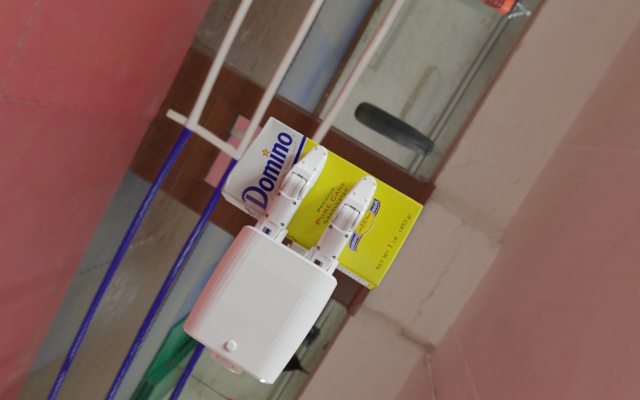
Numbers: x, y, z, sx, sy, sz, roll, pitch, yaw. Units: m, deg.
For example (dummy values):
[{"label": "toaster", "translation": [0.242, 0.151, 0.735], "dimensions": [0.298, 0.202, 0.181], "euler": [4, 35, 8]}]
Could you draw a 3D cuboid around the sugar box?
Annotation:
[{"label": "sugar box", "translation": [0.000, 0.002, 0.471], "dimensions": [0.176, 0.093, 0.048], "euler": [31, -14, 4]}]
